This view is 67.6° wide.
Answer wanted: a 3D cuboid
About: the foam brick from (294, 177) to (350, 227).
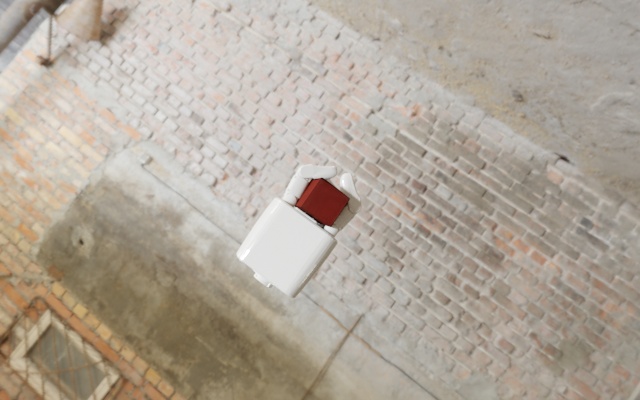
[{"bbox_3d":[0.000,0.002,0.698,0.053,0.051,0.078,36,-6,-10],"label":"foam brick"}]
